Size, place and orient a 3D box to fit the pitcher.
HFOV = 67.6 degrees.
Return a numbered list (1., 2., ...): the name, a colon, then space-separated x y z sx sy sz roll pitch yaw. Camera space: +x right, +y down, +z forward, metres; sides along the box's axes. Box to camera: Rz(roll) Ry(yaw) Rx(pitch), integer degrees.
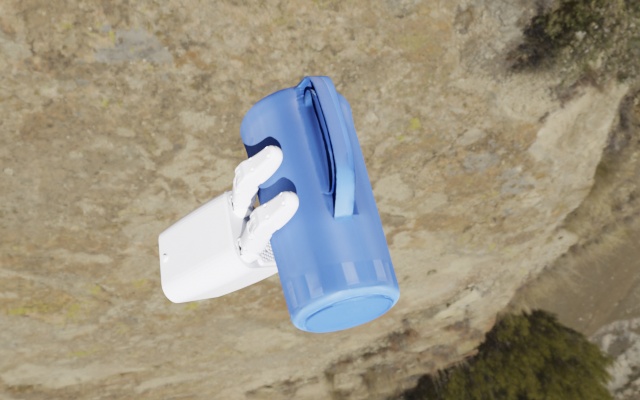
1. pitcher: 0.000 0.002 0.501 0.145 0.242 0.149 -27 -31 20
